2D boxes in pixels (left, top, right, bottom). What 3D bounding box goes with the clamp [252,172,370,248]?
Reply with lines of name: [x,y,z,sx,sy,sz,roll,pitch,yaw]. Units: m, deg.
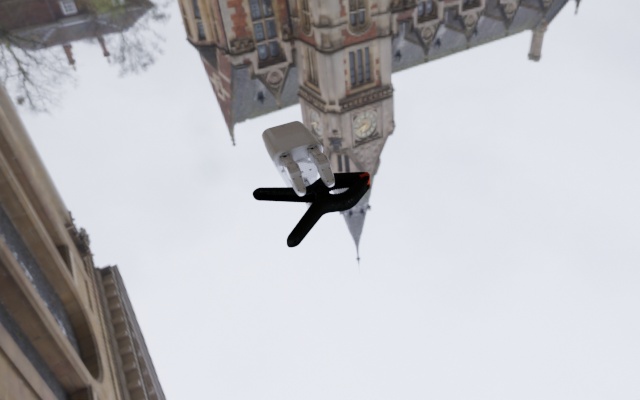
clamp: [0.001,0.003,0.840,0.210,0.036,0.164,-17,41,-13]
